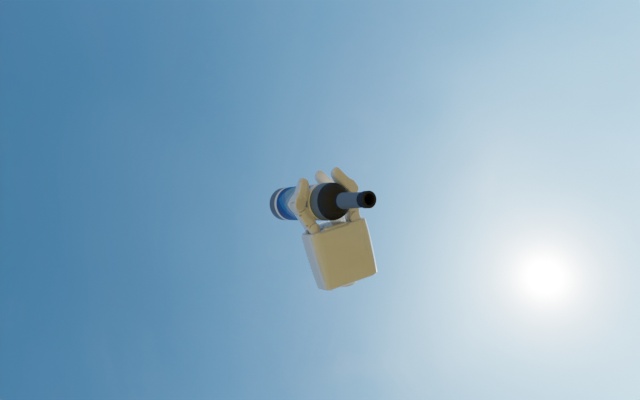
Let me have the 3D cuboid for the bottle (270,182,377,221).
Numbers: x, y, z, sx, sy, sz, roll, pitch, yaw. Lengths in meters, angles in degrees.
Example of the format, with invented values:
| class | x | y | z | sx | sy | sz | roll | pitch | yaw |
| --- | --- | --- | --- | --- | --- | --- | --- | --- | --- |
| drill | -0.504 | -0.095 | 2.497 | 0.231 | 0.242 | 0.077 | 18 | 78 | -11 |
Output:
| class | x | y | z | sx | sy | sz | roll | pitch | yaw |
| --- | --- | --- | --- | --- | --- | --- | --- | --- | --- |
| bottle | 0.000 | 0.003 | 0.856 | 0.069 | 0.069 | 0.296 | 0 | -2 | -31 |
